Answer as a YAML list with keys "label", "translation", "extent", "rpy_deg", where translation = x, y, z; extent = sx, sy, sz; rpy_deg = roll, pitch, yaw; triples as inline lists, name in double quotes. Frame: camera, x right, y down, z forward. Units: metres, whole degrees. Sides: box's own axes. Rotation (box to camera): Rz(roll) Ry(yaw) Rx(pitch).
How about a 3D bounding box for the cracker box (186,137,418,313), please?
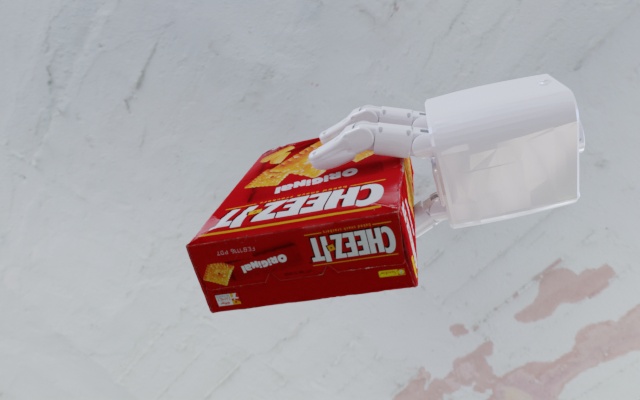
- label: "cracker box"
  translation: [0.000, 0.002, 0.434]
  extent: [0.164, 0.072, 0.213]
  rpy_deg: [-11, 22, 15]
